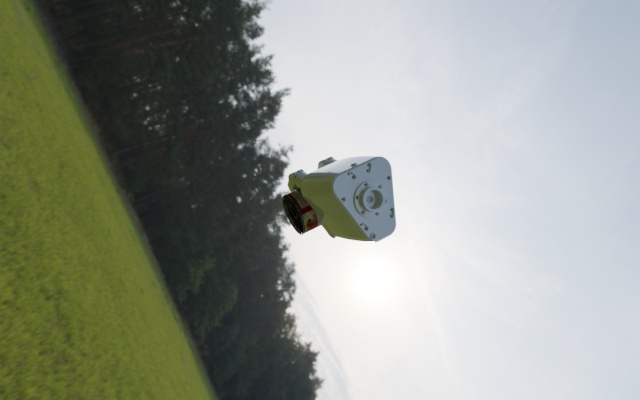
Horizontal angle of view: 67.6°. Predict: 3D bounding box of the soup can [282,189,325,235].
[{"bbox_3d":[0.000,0.002,0.756,0.102,0.068,0.068,-25,9,-20],"label":"soup can"}]
